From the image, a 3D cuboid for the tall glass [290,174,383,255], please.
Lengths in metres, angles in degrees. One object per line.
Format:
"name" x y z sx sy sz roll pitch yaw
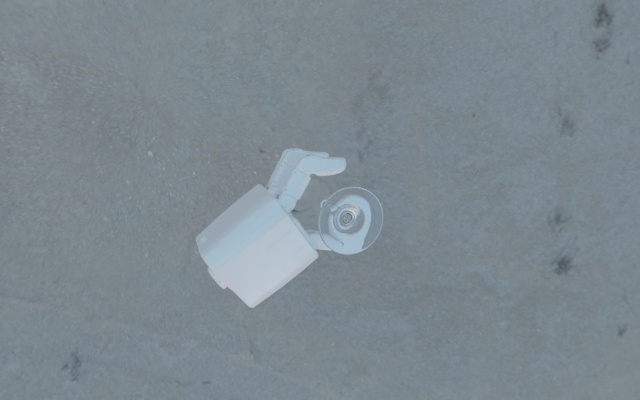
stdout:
"tall glass" 0.000 0.002 0.593 0.079 0.079 0.201 0 12 -19
